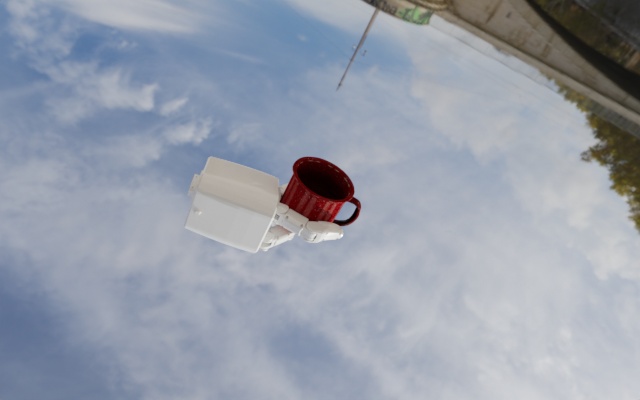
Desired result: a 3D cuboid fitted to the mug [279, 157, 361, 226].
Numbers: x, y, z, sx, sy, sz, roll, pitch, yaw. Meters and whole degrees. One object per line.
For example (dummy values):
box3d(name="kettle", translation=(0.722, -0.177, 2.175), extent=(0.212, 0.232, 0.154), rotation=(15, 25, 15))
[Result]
box3d(name="mug", translation=(0.001, 0.003, 0.680), extent=(0.117, 0.081, 0.093), rotation=(20, 36, -13))
